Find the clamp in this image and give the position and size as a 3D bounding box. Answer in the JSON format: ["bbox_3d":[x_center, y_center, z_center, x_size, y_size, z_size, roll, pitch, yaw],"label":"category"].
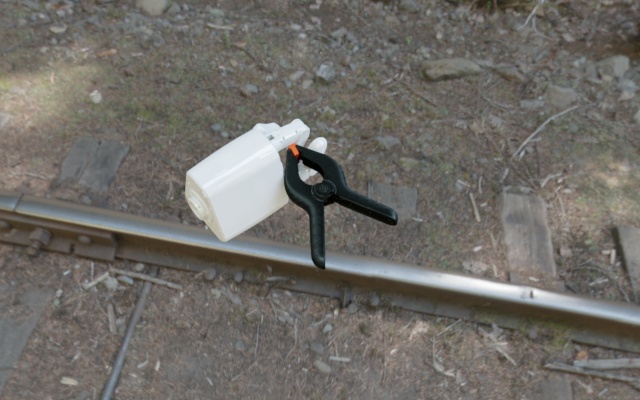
[{"bbox_3d":[0.000,0.002,0.605,0.120,0.171,0.039,-36,-24,-23],"label":"clamp"}]
